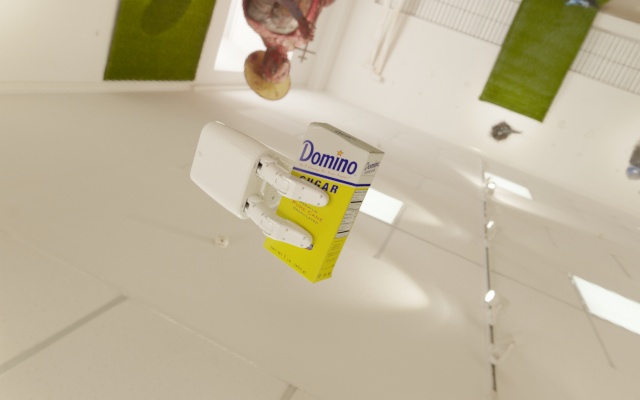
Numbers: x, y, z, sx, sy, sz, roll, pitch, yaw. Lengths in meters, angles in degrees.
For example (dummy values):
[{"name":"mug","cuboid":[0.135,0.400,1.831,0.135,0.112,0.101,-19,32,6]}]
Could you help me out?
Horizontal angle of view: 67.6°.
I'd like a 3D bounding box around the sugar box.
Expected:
[{"name":"sugar box","cuboid":[0.000,0.002,0.585,0.093,0.176,0.048,31,22,28]}]
